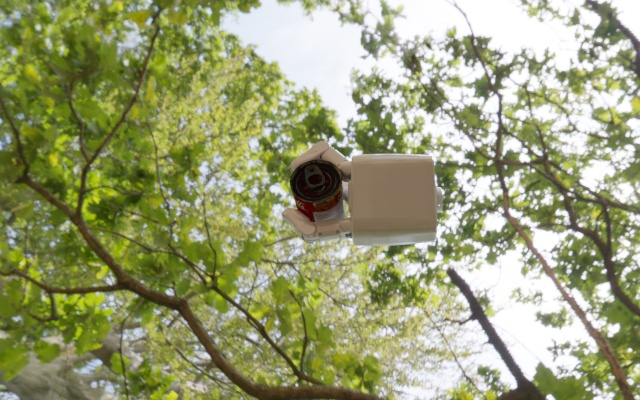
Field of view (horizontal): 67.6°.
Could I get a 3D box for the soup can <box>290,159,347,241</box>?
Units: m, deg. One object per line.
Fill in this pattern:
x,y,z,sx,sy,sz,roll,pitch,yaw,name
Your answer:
0.000,0.002,0.650,0.068,0.068,0.102,0,-34,9,soup can
